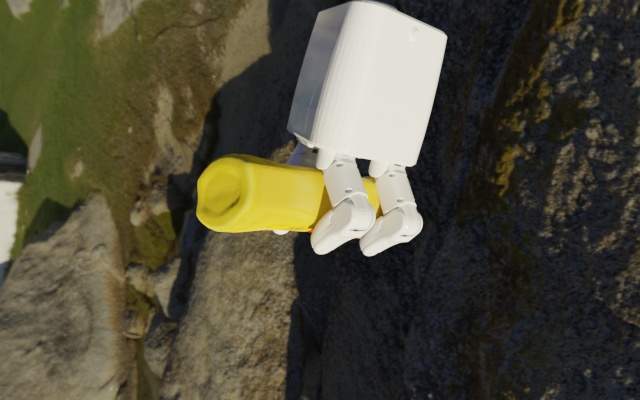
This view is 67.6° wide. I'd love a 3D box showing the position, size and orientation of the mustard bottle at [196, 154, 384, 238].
[{"bbox_3d":[0.000,0.002,0.409,0.191,0.058,0.096,6,-10,-37],"label":"mustard bottle"}]
